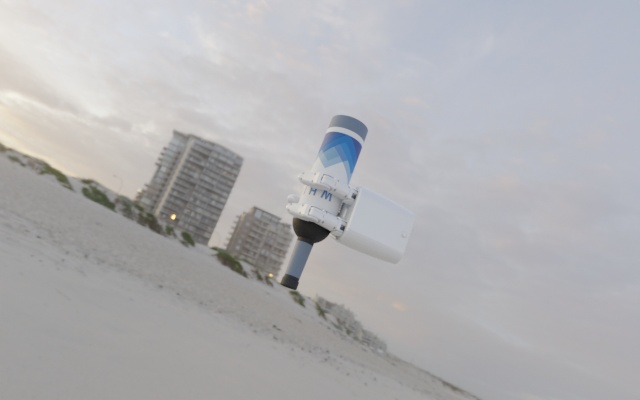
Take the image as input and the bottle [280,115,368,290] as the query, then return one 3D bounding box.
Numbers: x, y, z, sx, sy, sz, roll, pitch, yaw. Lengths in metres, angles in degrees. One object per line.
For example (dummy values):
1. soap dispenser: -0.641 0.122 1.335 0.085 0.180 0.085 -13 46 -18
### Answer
1. bottle: 0.000 0.002 0.781 0.069 0.295 0.069 19 -16 6
